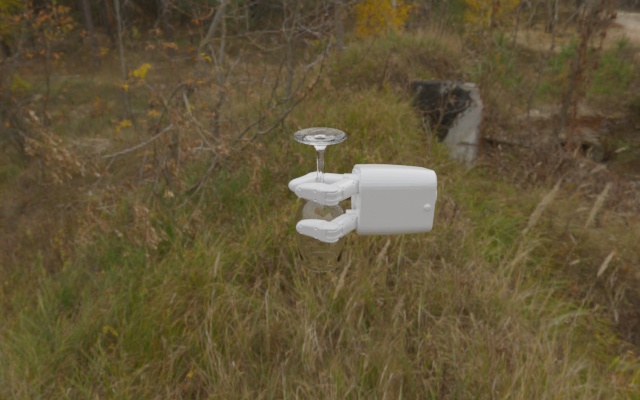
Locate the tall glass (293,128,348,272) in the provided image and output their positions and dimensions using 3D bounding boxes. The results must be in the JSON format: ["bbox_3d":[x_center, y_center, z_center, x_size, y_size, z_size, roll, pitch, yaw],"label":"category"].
[{"bbox_3d":[0.000,0.002,0.687,0.079,0.201,0.079,0,25,0],"label":"tall glass"}]
